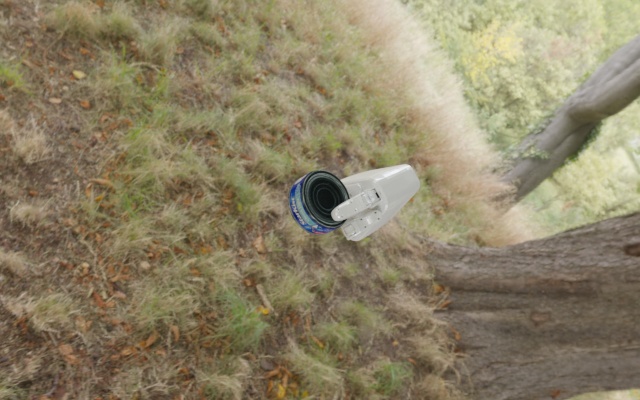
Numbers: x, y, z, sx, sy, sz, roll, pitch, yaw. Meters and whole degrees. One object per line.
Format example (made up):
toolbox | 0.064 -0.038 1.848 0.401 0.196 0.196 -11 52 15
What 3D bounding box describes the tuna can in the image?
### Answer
tuna can | 0.000 0.002 0.655 0.086 0.086 0.034 0 -18 -39
